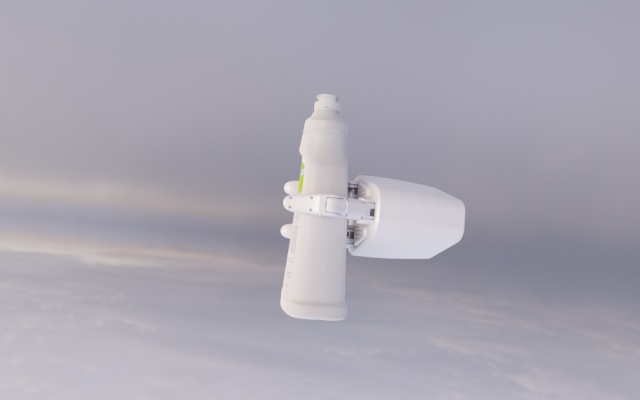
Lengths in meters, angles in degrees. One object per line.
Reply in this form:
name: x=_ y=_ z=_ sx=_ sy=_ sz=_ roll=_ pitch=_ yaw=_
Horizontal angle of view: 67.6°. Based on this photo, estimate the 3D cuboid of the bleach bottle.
bleach bottle: x=0.000 y=0.002 z=0.547 sx=0.068 sy=0.251 sz=0.102 roll=6 pitch=-5 yaw=-12
